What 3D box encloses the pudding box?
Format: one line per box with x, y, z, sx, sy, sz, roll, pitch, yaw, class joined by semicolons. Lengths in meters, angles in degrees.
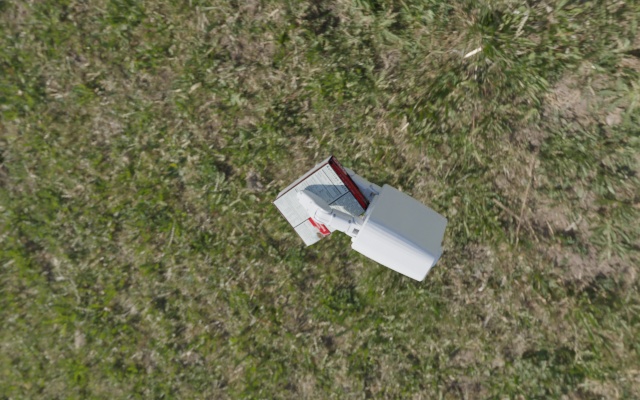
0.000;0.002;0.685;0.113;0.090;0.039;-34;9;23;pudding box
